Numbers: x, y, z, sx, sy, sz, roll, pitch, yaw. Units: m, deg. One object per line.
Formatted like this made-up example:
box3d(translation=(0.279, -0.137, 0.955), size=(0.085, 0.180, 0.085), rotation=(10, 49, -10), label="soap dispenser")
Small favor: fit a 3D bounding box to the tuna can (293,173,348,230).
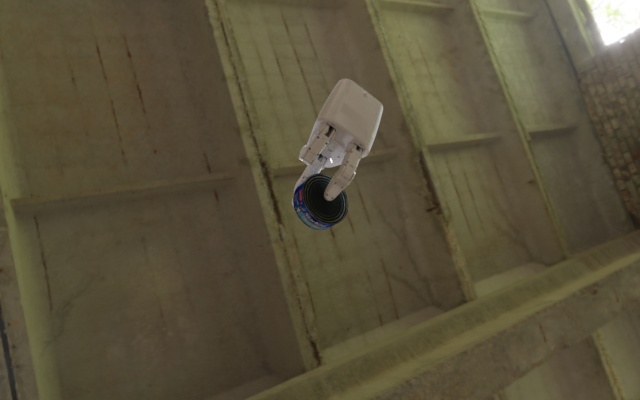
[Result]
box3d(translation=(0.000, 0.003, 0.753), size=(0.086, 0.086, 0.034), rotation=(0, -21, -36), label="tuna can")
